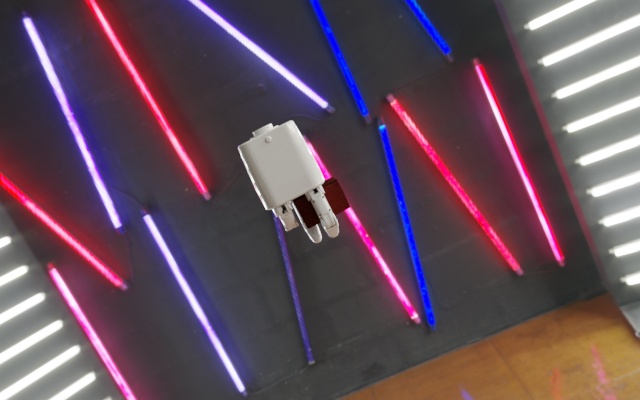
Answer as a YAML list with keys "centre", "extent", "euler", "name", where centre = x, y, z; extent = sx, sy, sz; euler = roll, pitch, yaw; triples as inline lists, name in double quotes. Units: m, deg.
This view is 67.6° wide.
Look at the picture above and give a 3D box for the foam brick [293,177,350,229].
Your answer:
- centre: [0.000, 0.002, 0.760]
  extent: [0.078, 0.051, 0.053]
  euler: [-27, 9, -3]
  name: "foam brick"
